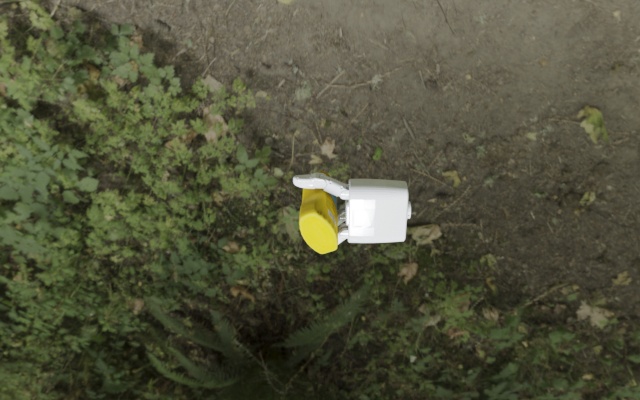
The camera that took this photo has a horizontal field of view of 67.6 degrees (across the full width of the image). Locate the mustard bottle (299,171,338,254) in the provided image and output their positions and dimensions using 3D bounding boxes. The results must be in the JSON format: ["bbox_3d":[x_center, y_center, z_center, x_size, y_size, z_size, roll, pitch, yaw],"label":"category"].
[{"bbox_3d":[0.000,0.003,0.895,0.058,0.096,0.191,-21,34,17],"label":"mustard bottle"}]
